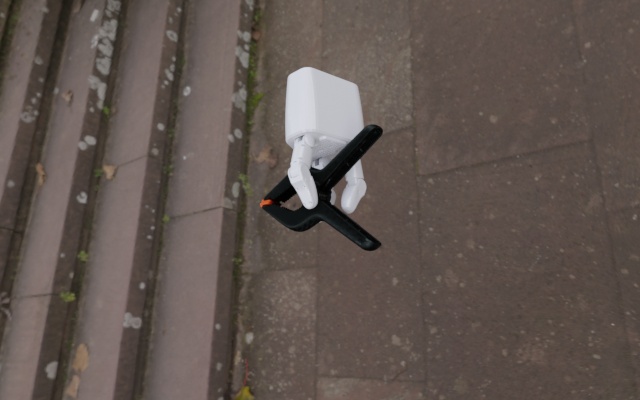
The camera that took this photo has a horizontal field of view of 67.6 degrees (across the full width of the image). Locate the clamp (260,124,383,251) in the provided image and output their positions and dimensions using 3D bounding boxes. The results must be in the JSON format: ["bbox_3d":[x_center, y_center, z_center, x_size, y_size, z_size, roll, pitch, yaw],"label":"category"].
[{"bbox_3d":[-0.001,0.002,0.651,0.210,0.164,0.036,-18,-26,36],"label":"clamp"}]
